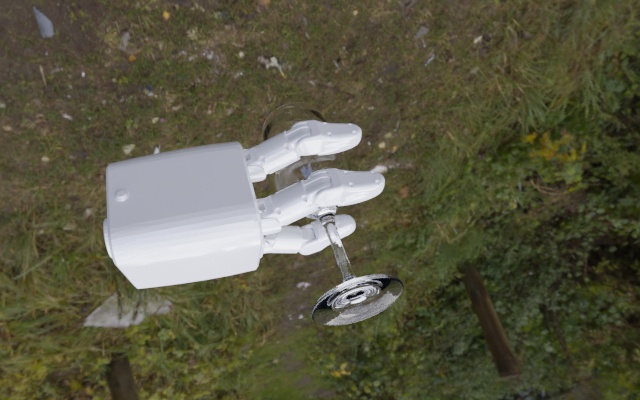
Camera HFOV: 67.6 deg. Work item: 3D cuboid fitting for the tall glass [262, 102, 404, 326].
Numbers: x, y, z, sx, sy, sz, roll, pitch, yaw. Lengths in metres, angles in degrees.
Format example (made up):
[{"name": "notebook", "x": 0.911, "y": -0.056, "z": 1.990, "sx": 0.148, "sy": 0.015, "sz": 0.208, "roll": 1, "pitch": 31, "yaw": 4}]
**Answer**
[{"name": "tall glass", "x": 0.000, "y": 0.002, "z": 0.419, "sx": 0.079, "sy": 0.201, "sz": 0.079, "roll": -13, "pitch": -36, "yaw": -10}]
